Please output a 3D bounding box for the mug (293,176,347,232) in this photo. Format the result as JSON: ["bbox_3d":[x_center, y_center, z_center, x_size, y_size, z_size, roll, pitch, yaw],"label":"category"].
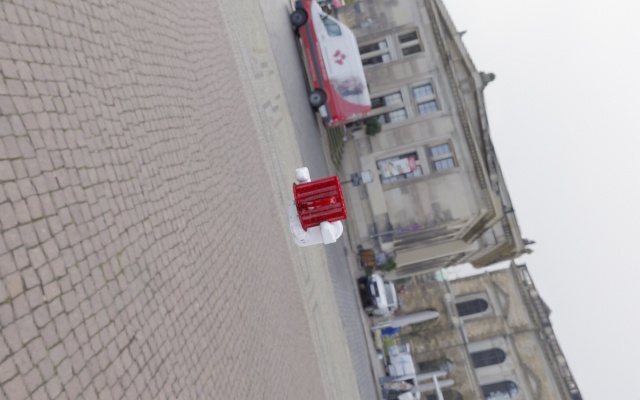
[{"bbox_3d":[0.000,0.003,0.849,0.081,0.093,0.117,-14,-1,4],"label":"mug"}]
